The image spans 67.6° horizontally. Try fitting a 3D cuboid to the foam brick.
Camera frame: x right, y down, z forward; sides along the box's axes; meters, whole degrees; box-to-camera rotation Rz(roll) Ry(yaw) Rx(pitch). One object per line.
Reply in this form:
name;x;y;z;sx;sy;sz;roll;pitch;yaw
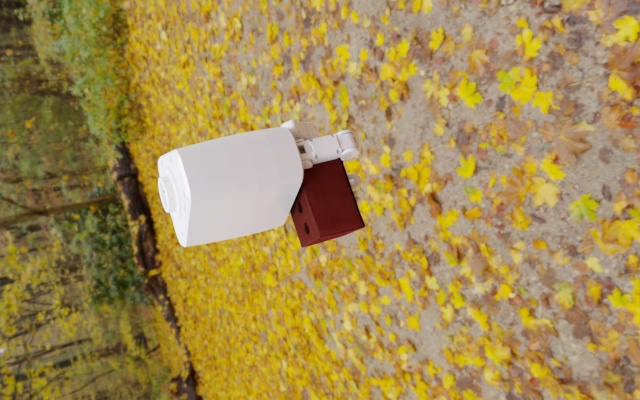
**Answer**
foam brick;0.000;0.002;0.478;0.051;0.078;0.053;-14;-10;-28
